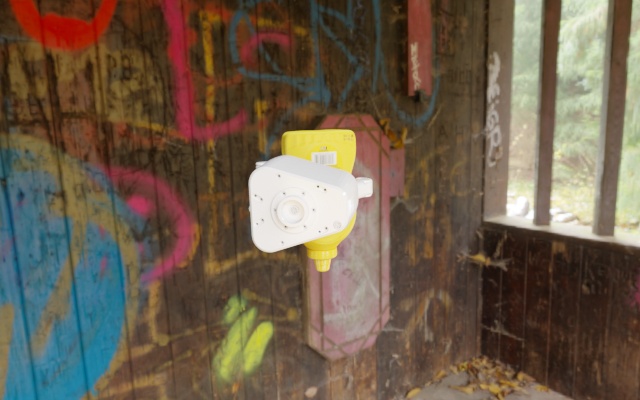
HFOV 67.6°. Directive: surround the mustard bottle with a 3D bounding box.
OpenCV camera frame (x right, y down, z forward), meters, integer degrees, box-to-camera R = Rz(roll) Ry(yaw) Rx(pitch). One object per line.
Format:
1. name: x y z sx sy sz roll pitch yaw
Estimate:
1. mustard bottle: 0.000 0.002 0.645 0.096 0.191 0.058 -5 10 -16
